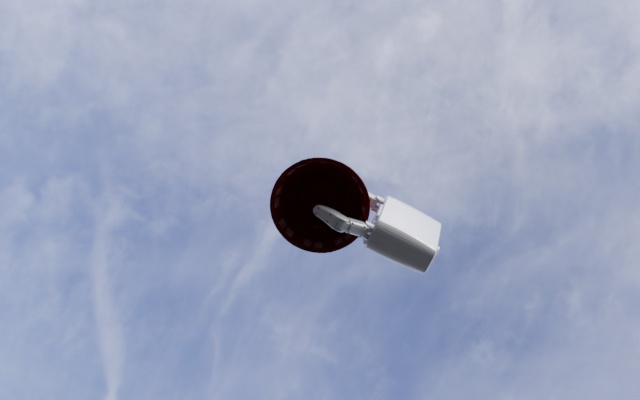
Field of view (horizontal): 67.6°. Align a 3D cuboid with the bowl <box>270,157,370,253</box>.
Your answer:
[{"bbox_3d":[-0.001,0.002,0.787,0.162,0.162,0.055,0,18,3],"label":"bowl"}]
